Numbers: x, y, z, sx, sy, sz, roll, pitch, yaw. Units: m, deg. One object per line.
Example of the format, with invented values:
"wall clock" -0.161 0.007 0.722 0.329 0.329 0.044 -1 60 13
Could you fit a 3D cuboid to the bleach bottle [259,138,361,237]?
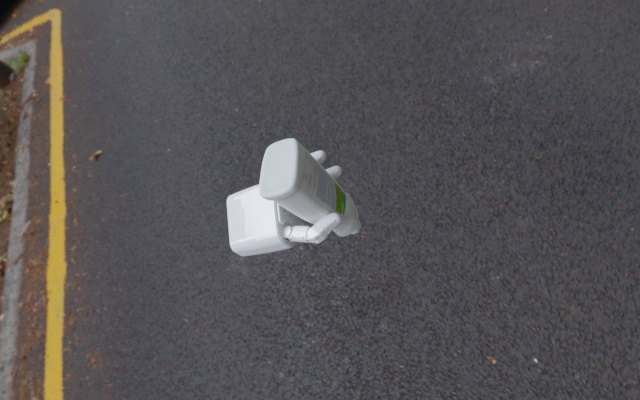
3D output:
"bleach bottle" 0.000 0.002 0.794 0.068 0.102 0.251 -13 -32 28
